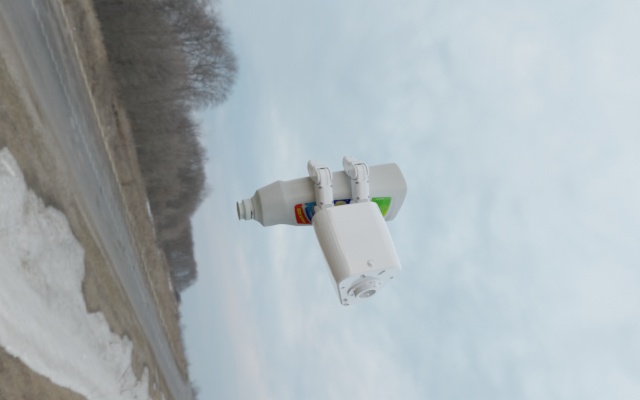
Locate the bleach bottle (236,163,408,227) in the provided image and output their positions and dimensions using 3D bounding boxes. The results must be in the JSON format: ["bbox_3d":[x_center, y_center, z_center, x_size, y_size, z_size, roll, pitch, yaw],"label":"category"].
[{"bbox_3d":[0.000,0.002,0.721,0.251,0.068,0.103,-8,-33,-18],"label":"bleach bottle"}]
